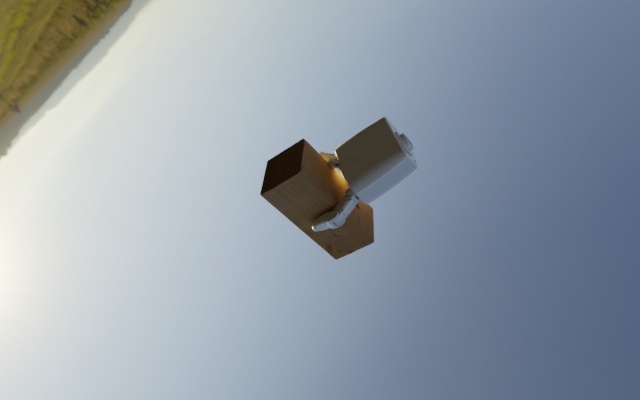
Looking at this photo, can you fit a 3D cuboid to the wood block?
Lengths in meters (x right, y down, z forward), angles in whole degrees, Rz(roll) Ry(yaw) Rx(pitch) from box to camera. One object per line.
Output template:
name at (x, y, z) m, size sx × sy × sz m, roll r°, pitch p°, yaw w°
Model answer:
wood block at (0.001, 0.003, 0.845) m, size 0.090 × 0.090 × 0.206 m, roll -28°, pitch -54°, yaw 28°
